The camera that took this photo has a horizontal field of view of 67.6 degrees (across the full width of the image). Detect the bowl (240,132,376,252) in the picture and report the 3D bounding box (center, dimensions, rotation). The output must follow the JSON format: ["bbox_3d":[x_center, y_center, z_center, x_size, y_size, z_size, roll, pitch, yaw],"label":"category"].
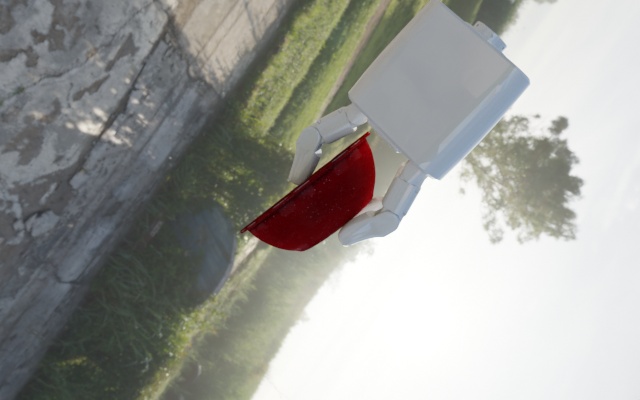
[{"bbox_3d":[-0.001,0.003,0.477,0.162,0.055,0.162,-37,4,3],"label":"bowl"}]
